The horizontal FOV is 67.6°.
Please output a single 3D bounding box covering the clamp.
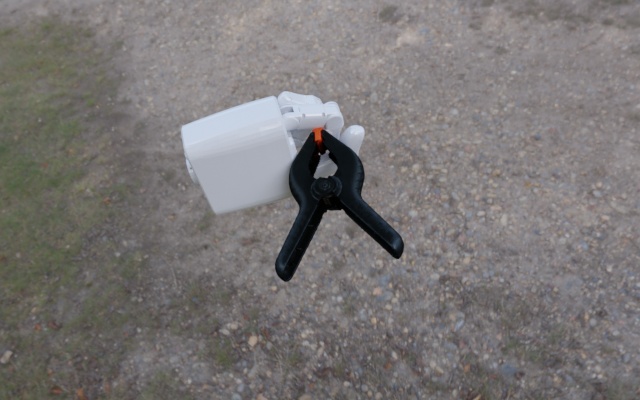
[{"bbox_3d":[0.000,0.001,0.478,0.120,0.171,0.039,-16,-37,-3],"label":"clamp"}]
